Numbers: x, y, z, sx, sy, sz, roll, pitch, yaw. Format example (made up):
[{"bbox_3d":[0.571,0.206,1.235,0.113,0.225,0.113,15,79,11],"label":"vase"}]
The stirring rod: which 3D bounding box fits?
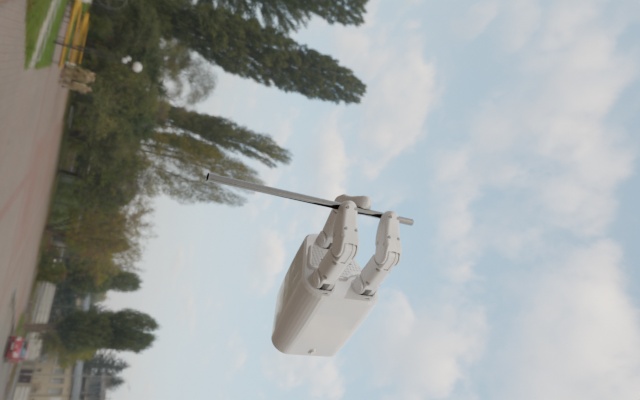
[{"bbox_3d":[0.000,0.002,0.498,0.239,0.011,0.011,13,-6,-26],"label":"stirring rod"}]
